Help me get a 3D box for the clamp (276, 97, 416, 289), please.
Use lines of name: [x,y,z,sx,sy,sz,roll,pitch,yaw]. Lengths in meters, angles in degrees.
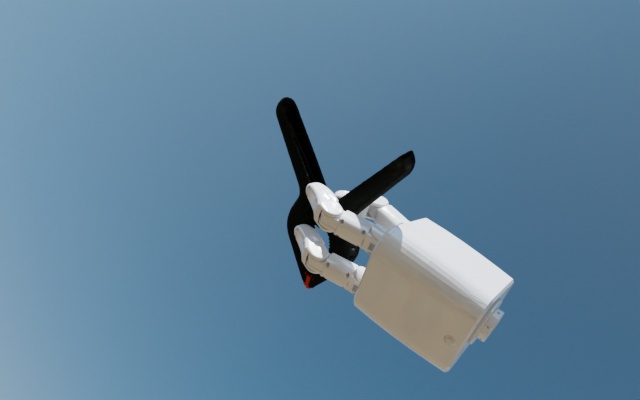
clamp: [0.001,0.002,0.514,0.164,0.210,0.036,36,39,26]
